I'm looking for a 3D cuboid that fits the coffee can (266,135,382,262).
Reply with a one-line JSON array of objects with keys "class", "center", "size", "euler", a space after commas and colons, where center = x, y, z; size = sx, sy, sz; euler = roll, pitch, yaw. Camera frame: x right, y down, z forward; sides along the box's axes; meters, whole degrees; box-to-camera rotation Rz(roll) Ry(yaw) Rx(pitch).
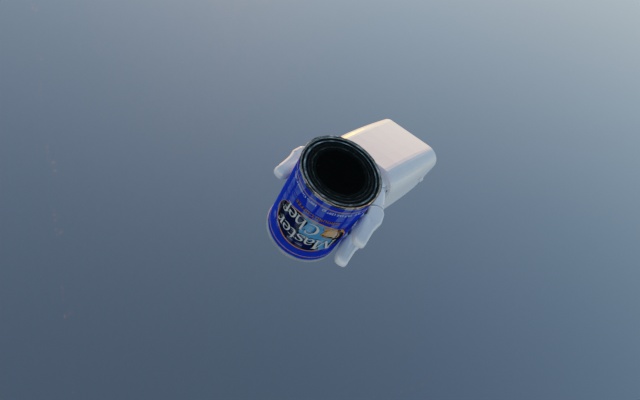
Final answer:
[{"class": "coffee can", "center": [0.000, 0.002, 0.597], "size": [0.103, 0.102, 0.140], "euler": [0, -31, -24]}]
